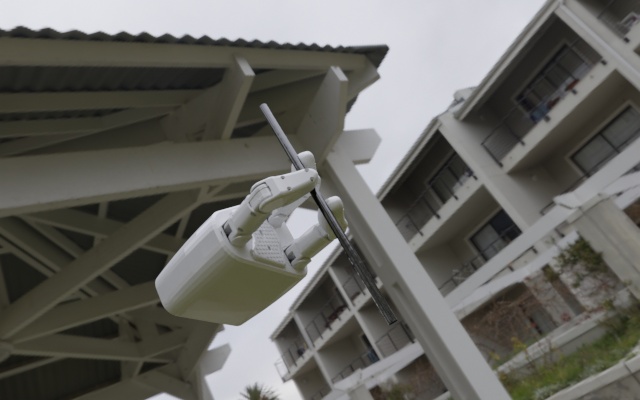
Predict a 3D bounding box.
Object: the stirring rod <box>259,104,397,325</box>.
[{"bbox_3d":[0.000,0.001,0.422,0.011,0.239,0.011,-25,-25,-13],"label":"stirring rod"}]
